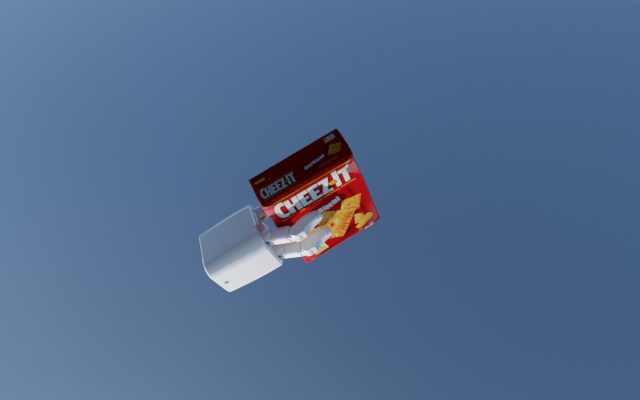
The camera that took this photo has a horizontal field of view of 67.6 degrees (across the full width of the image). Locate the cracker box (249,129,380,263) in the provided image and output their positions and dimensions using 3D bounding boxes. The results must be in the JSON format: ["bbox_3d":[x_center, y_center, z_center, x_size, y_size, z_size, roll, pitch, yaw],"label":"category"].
[{"bbox_3d":[0.000,0.003,0.817,0.164,0.072,0.214,-31,-35,0],"label":"cracker box"}]
